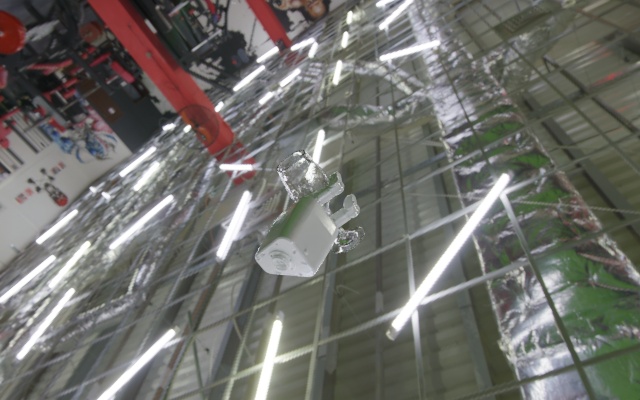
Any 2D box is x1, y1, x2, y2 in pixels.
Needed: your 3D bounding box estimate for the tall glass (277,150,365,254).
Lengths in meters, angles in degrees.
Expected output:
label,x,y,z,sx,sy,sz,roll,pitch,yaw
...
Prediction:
label,x,y,z,sx,sy,sz,roll,pitch,yaw
tall glass,0.001,0.003,0.890,0.079,0.201,0.079,-30,23,14
